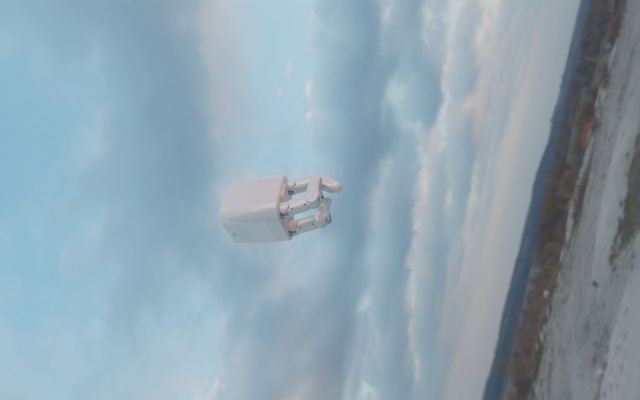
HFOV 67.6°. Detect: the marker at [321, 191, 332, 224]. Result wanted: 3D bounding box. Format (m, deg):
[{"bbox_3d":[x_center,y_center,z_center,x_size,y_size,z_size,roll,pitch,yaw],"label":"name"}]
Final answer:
[{"bbox_3d":[0.000,0.003,0.874,0.020,0.020,0.121,0,-37,15],"label":"marker"}]
